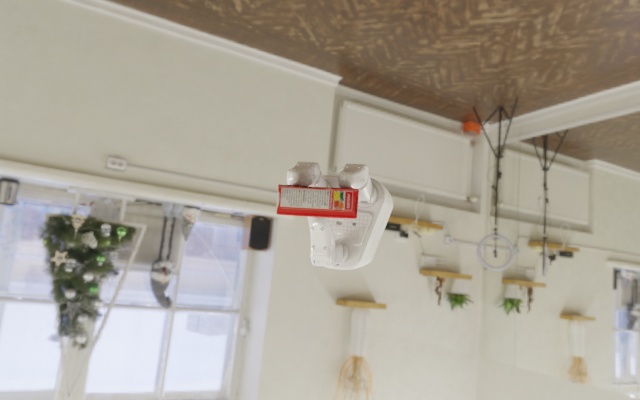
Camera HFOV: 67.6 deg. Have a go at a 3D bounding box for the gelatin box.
[{"bbox_3d":[0.000,0.002,0.467,0.073,0.030,0.089,4,-1,4],"label":"gelatin box"}]
